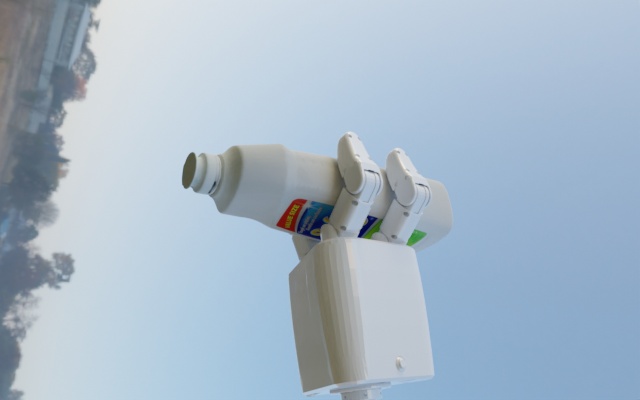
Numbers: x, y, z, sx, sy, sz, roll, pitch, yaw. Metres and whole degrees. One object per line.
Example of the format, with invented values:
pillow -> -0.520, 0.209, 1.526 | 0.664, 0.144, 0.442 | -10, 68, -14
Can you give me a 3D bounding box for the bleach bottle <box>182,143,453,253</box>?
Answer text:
bleach bottle -> 0.000, 0.001, 0.426 | 0.251, 0.068, 0.102 | 11, -30, -34
